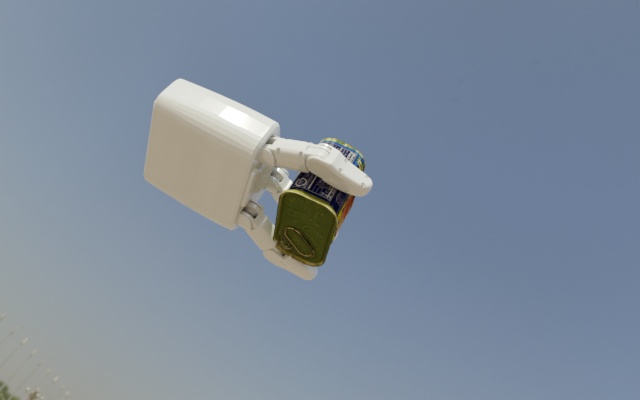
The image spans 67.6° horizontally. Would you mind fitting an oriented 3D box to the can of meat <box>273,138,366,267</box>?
[{"bbox_3d":[0.000,0.001,0.469,0.057,0.084,0.102,25,-38,8],"label":"can of meat"}]
